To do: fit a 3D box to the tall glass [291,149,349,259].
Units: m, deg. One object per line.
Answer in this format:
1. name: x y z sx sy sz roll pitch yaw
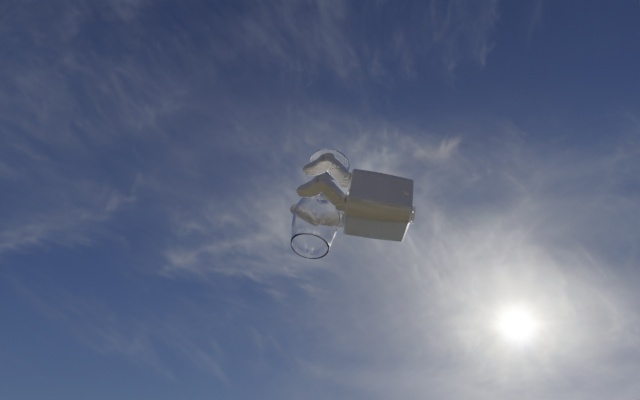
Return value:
1. tall glass: 0.000 0.002 0.813 0.079 0.079 0.201 7 46 7
